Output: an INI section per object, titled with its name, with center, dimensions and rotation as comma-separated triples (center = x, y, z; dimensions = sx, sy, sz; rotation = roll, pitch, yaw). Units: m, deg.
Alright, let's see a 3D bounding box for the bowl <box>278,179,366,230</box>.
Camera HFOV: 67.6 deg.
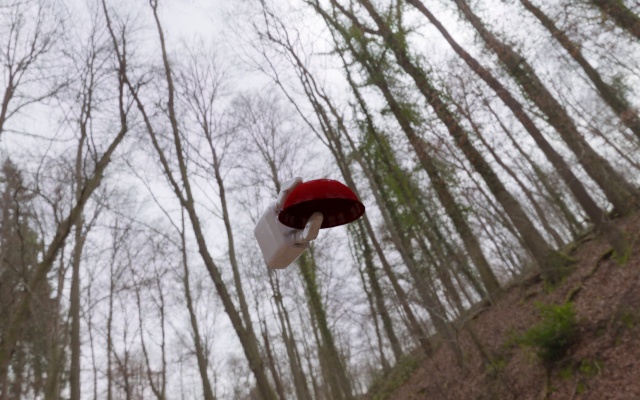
[bowl]
center = 0.001, 0.002, 0.885
dimensions = 0.162, 0.055, 0.162
rotation = -5, -22, -2
